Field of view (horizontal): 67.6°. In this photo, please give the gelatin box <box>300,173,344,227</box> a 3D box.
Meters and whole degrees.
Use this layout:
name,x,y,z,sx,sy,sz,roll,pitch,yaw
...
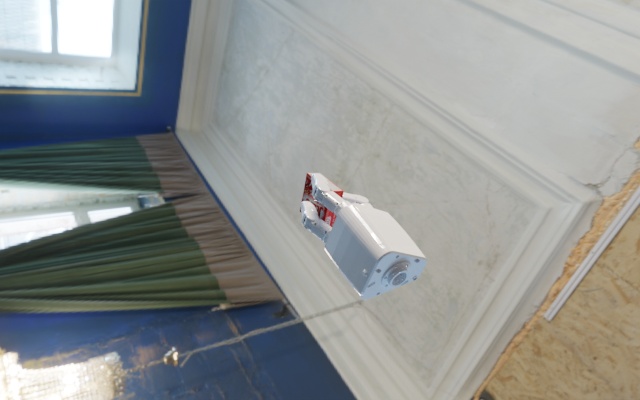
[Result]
name,x,y,z,sx,sy,sz,roll,pitch,yaw
gelatin box,0.000,0.002,0.795,0.030,0.073,0.089,-1,24,-29
